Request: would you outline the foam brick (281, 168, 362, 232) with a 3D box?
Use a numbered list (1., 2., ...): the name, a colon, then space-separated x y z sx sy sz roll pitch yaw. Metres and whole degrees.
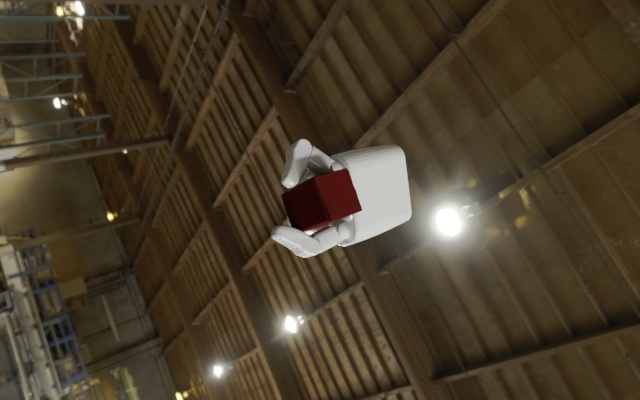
1. foam brick: 0.000 0.002 0.550 0.051 0.053 0.078 -16 -5 -36
